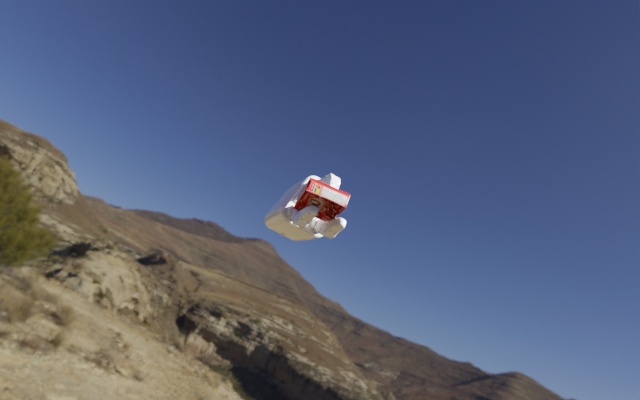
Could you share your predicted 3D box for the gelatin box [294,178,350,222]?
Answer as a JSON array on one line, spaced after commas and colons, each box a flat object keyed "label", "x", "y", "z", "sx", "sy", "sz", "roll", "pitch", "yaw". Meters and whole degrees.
[{"label": "gelatin box", "x": 0.000, "y": 0.002, "z": 0.815, "sx": 0.073, "sy": 0.030, "sz": 0.089, "roll": 24, "pitch": -26, "yaw": -8}]
